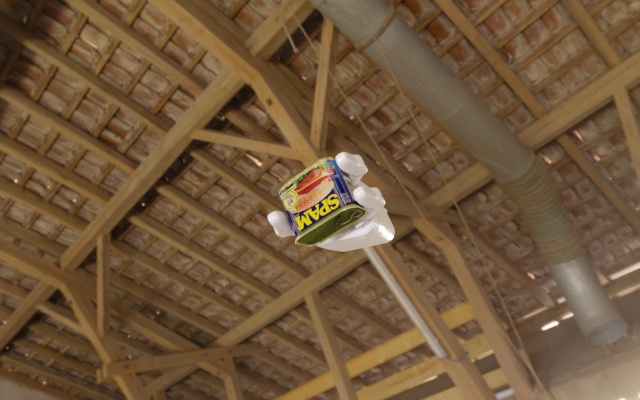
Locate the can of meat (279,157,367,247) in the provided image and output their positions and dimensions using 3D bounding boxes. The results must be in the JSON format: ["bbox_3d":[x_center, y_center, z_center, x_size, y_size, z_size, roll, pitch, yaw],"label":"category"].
[{"bbox_3d":[0.000,0.002,0.651,0.102,0.084,0.057,-33,-26,21],"label":"can of meat"}]
